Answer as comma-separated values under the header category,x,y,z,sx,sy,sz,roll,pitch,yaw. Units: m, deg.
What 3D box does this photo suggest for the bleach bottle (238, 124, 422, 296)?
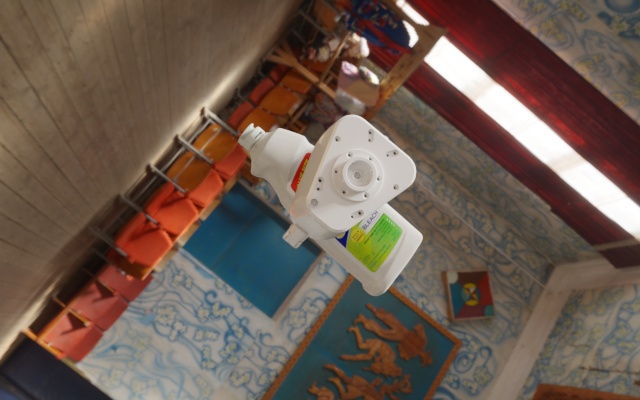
category,x,y,z,sx,sy,sz,roll,pitch,yaw
bleach bottle,0.000,0.002,0.591,0.251,0.102,0.068,39,-10,-4
